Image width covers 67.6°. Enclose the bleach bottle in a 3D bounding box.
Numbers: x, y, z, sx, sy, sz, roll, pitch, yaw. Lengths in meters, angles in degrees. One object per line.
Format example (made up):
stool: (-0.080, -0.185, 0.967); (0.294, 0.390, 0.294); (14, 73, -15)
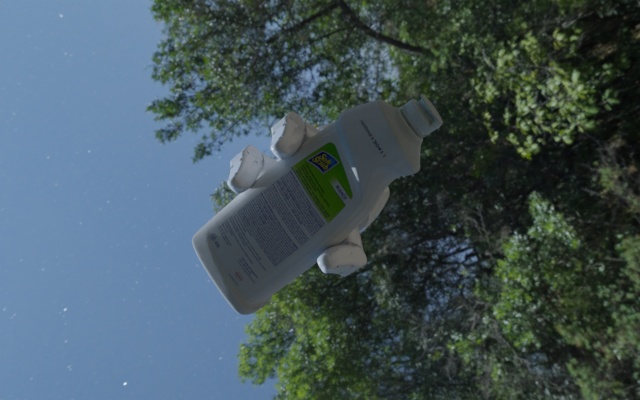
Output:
bleach bottle: (0.000, 0.001, 0.427); (0.251, 0.102, 0.068); (-36, -2, 24)
